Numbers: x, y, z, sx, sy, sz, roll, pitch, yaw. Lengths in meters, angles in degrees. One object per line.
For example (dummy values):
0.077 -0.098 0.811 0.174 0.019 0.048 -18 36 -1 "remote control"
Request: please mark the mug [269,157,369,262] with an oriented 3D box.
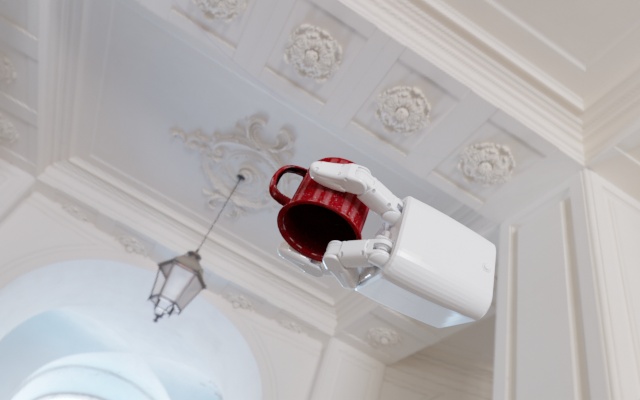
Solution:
-0.001 0.001 0.517 0.117 0.081 0.093 28 -42 -4 "mug"
